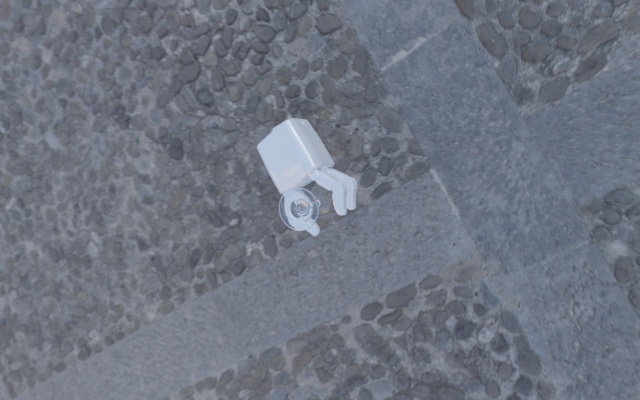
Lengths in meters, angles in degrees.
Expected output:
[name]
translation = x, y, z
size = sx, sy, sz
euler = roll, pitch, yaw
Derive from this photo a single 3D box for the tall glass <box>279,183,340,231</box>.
[tall glass]
translation = 0.000, 0.003, 0.896
size = 0.079, 0.079, 0.201
euler = 0, 6, 23
